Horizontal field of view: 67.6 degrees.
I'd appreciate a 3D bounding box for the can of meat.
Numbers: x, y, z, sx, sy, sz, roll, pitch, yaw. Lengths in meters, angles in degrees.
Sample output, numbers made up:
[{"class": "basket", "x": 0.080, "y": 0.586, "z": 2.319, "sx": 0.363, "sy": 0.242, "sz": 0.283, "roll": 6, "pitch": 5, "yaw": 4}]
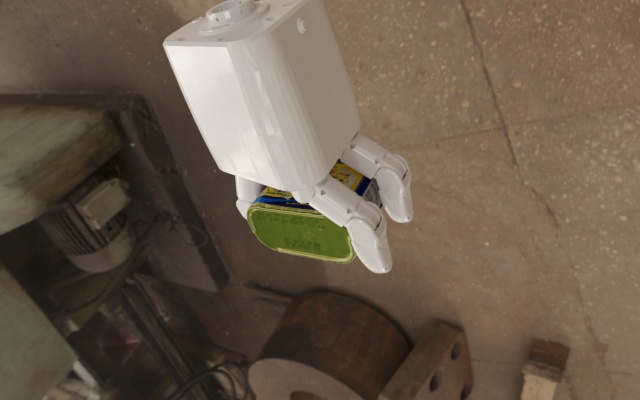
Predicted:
[{"class": "can of meat", "x": 0.000, "y": 0.002, "z": 0.404, "sx": 0.102, "sy": 0.057, "sz": 0.084, "roll": 6, "pitch": 42, "yaw": 28}]
